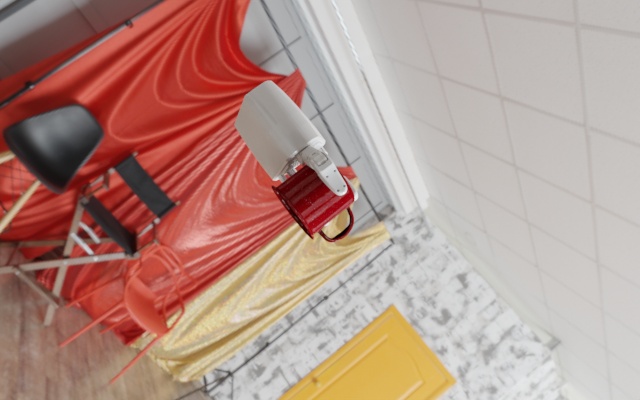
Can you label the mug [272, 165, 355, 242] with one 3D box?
[{"bbox_3d":[0.001,0.003,0.655,0.081,0.117,0.093,-38,-1,-8],"label":"mug"}]
